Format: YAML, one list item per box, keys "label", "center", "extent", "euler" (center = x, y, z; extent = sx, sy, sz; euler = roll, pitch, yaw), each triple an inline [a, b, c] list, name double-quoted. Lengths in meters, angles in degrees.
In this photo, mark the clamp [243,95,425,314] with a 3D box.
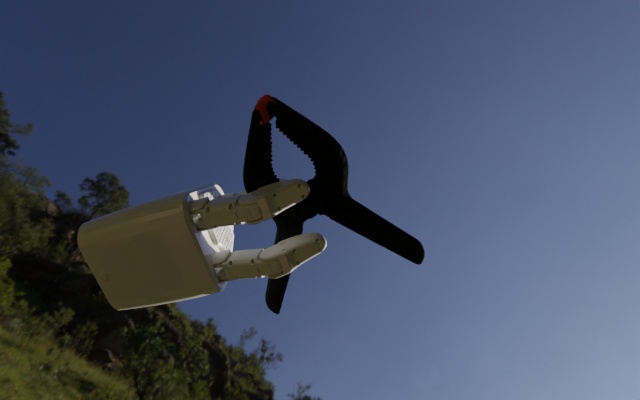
- label: "clamp"
  center: [0.000, 0.001, 0.439]
  extent: [0.164, 0.210, 0.036]
  euler: [-15, 23, 5]
